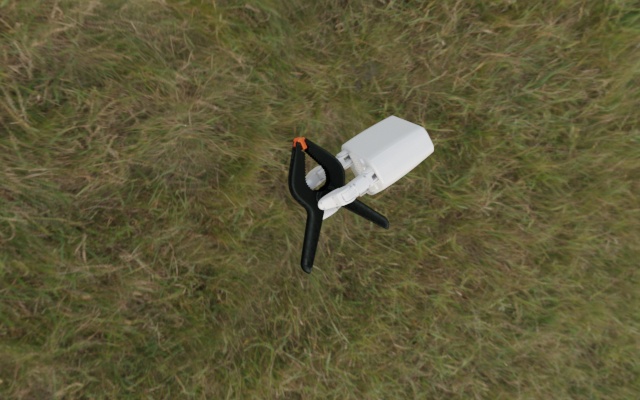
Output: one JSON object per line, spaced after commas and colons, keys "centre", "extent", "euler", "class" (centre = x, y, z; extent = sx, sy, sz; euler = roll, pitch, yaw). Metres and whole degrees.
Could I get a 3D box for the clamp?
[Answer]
{"centre": [0.000, 0.002, 0.756], "extent": [0.164, 0.210, 0.036], "euler": [-35, 16, -13], "class": "clamp"}
